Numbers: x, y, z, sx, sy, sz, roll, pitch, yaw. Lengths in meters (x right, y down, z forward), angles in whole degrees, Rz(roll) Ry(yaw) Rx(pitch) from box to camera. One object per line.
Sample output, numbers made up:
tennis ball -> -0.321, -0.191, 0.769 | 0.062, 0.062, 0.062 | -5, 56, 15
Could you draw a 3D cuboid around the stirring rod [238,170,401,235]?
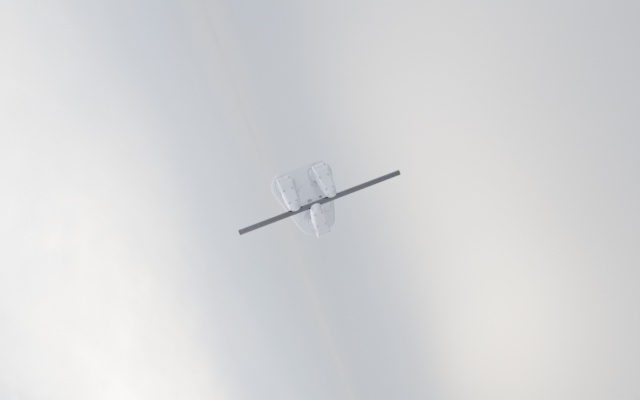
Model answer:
stirring rod -> 0.000, 0.002, 0.668 | 0.239, 0.011, 0.011 | -21, 2, -5
